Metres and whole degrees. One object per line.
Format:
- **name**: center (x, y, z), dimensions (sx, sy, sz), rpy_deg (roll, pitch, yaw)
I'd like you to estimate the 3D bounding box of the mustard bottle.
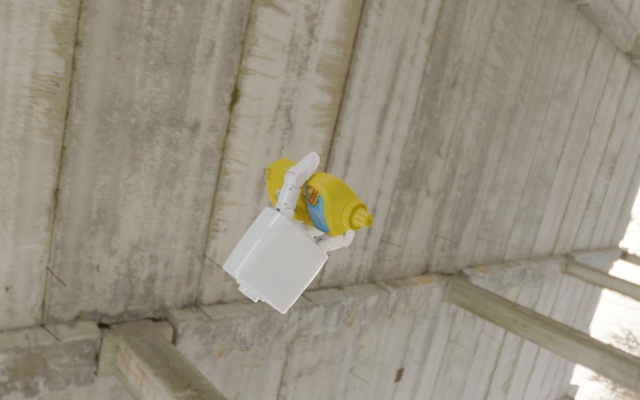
- **mustard bottle**: center (0.000, 0.002, 0.704), dimensions (0.058, 0.096, 0.191), rpy_deg (-33, 37, -31)
